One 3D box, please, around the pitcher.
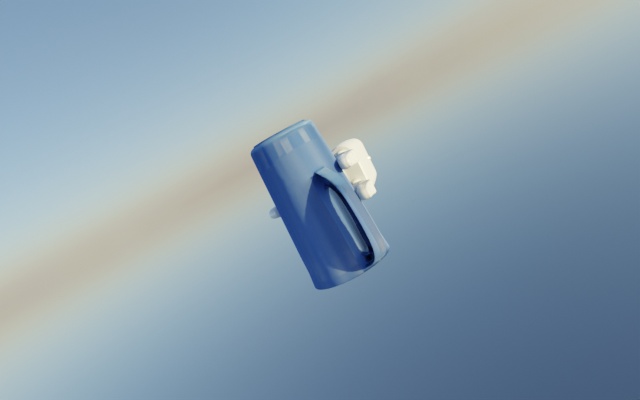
[{"bbox_3d":[0.000,0.002,0.727,0.149,0.243,0.145,-26,7,20],"label":"pitcher"}]
